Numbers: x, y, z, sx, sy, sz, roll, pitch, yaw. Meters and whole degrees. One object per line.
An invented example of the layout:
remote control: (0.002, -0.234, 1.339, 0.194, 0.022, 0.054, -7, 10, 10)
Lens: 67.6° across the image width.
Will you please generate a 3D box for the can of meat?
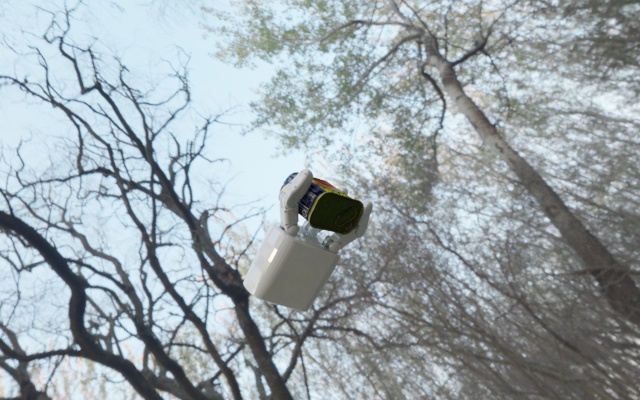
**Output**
can of meat: (0.000, 0.002, 0.715, 0.102, 0.057, 0.084, 16, 14, -46)
